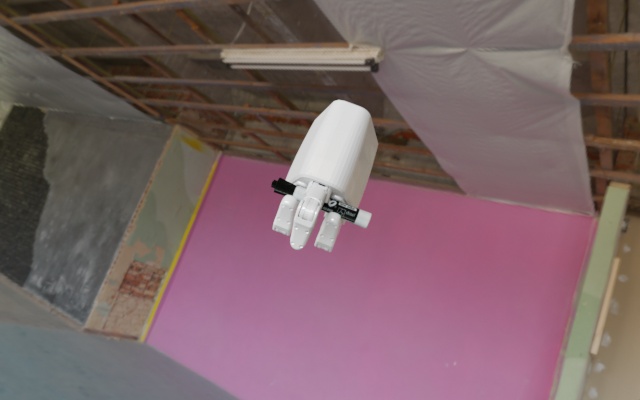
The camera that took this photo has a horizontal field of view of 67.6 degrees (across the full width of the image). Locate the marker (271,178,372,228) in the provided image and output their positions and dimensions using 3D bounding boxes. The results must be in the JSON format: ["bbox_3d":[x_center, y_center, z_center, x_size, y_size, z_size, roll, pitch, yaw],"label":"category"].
[{"bbox_3d":[0.000,0.002,0.554,0.121,0.020,0.020,21,1,2],"label":"marker"}]
